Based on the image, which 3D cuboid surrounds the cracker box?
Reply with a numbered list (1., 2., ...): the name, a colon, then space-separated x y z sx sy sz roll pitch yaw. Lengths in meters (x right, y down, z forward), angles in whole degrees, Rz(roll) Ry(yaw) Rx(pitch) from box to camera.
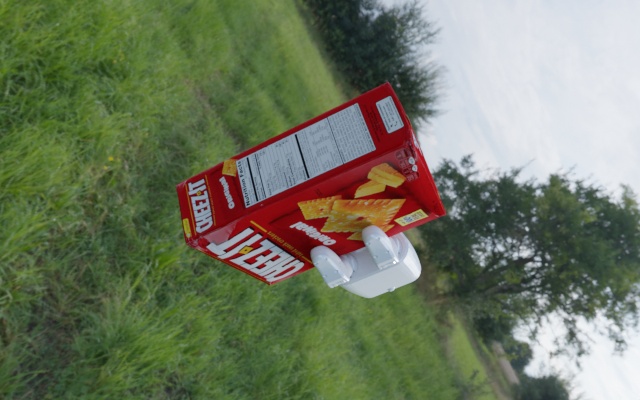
1. cracker box: 0.000 0.001 0.464 0.214 0.072 0.164 -24 -30 12
